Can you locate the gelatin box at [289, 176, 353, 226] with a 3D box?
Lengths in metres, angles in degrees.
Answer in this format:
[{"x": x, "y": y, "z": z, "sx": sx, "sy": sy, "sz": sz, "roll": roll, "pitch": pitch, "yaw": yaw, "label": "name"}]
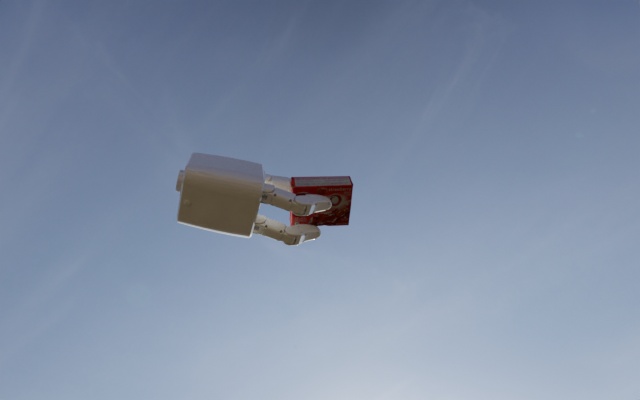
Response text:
[{"x": 0.000, "y": 0.002, "z": 0.701, "sx": 0.089, "sy": 0.073, "sz": 0.030, "roll": -2, "pitch": 35, "yaw": -8, "label": "gelatin box"}]
